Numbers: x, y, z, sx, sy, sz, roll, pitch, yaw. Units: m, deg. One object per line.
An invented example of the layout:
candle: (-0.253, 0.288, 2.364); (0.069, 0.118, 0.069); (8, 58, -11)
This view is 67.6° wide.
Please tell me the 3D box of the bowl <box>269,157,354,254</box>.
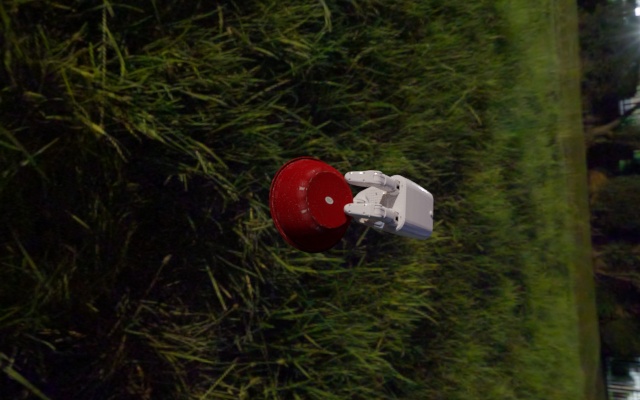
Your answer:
bowl: (-0.001, 0.003, 0.767); (0.162, 0.162, 0.055); (0, -10, -36)
